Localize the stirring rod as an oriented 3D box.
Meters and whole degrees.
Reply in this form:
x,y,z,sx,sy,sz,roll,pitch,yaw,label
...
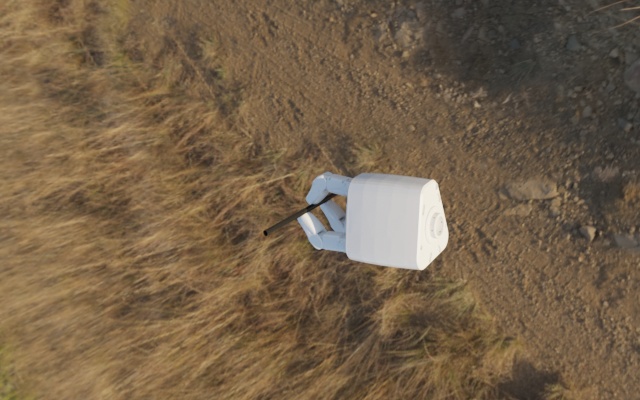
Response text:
x,y,z,sx,sy,sz,roll,pitch,yaw,label
0.000,0.002,0.706,0.011,0.011,0.239,0,20,39,stirring rod
